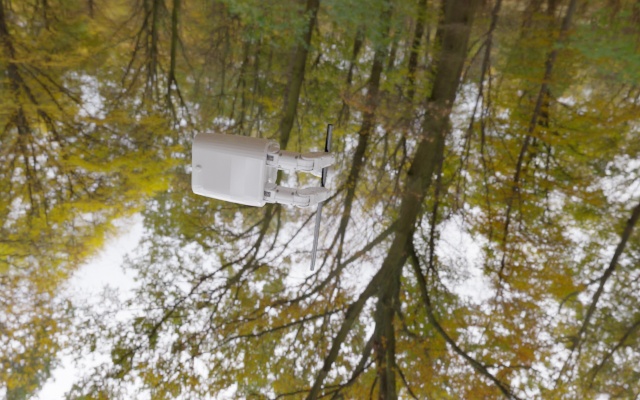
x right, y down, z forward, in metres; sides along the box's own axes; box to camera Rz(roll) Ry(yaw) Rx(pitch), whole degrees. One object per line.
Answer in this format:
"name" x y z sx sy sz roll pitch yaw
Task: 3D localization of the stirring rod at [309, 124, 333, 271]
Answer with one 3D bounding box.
"stirring rod" 0.000 0.002 0.726 0.011 0.240 0.011 6 23 -3
